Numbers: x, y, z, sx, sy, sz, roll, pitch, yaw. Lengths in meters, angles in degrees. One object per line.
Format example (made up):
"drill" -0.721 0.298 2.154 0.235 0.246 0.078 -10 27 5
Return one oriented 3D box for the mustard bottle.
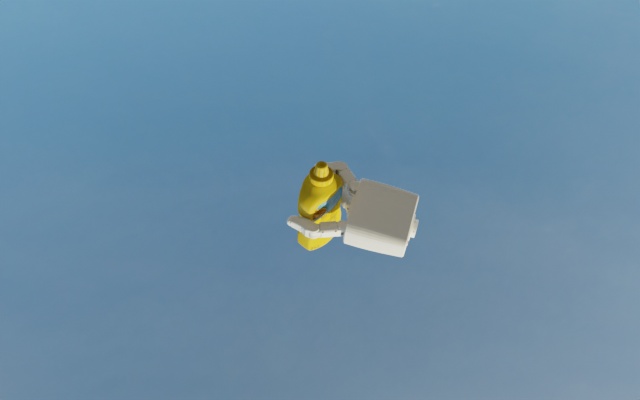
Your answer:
"mustard bottle" 0.000 0.003 0.848 0.058 0.192 0.096 36 58 24
